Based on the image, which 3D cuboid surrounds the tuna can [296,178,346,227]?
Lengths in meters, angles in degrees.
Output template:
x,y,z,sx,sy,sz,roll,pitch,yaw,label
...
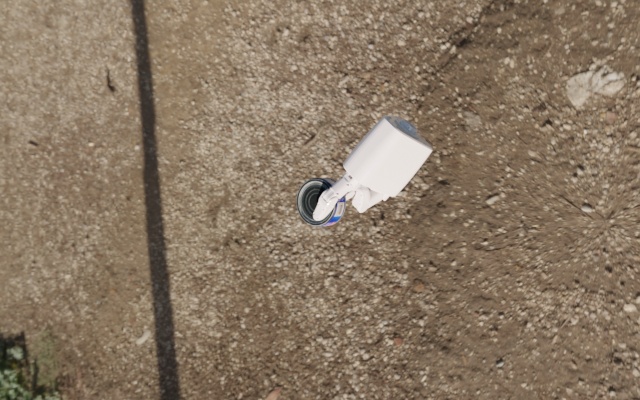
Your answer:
x,y,z,sx,sy,sz,roll,pitch,yaw,label
0.000,0.003,0.834,0.086,0.086,0.034,0,2,35,tuna can
